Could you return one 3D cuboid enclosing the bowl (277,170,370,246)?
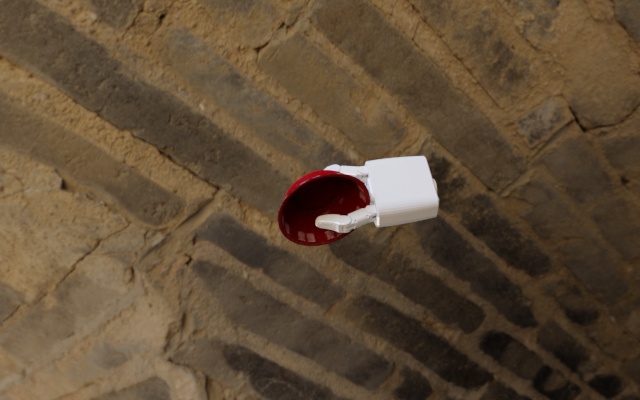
[{"bbox_3d":[-0.001,0.002,0.812,0.162,0.162,0.055,0,40,-23],"label":"bowl"}]
